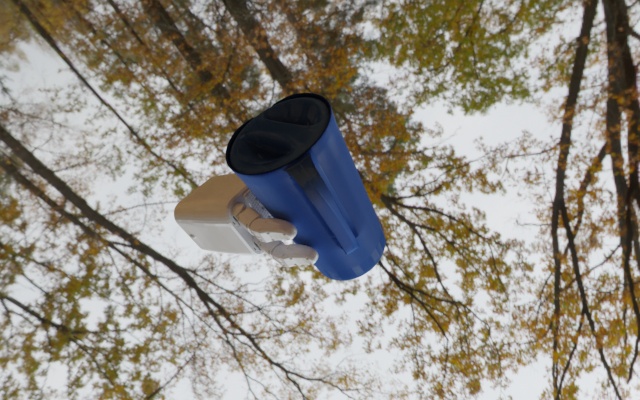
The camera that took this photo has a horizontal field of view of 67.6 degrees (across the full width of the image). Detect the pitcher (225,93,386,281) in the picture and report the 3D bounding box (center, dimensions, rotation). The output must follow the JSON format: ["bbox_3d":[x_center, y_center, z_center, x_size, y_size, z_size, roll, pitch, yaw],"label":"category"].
[{"bbox_3d":[0.000,0.002,0.600,0.145,0.149,0.243,-2,-41,31],"label":"pitcher"}]
